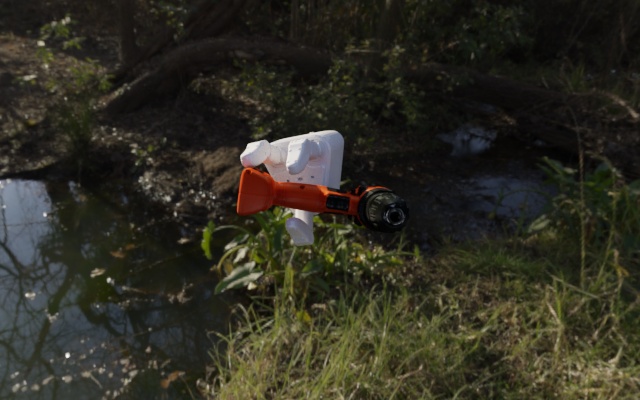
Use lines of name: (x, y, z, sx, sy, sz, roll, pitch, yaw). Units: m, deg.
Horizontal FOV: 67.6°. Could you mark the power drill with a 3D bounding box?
power drill: (0.000, 0.002, 0.564, 0.187, 0.057, 0.184, 9, 1, -6)
